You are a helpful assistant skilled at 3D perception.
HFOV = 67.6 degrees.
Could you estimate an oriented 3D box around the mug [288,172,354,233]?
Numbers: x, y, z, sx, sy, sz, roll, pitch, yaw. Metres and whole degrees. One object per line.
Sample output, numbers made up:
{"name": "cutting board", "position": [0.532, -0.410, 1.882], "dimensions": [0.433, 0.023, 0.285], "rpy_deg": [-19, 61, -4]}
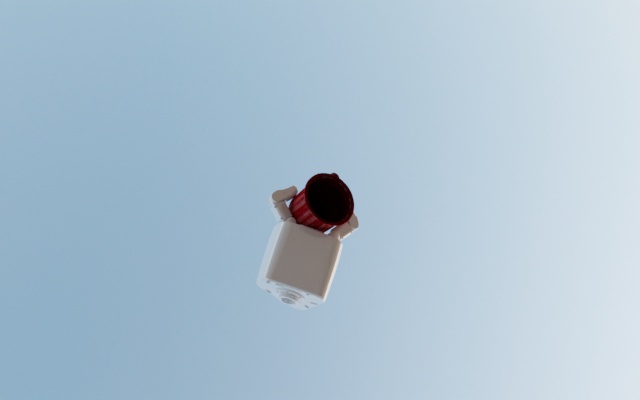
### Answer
{"name": "mug", "position": [0.000, 0.002, 0.810], "dimensions": [0.093, 0.117, 0.081], "rpy_deg": [30, -34, -16]}
